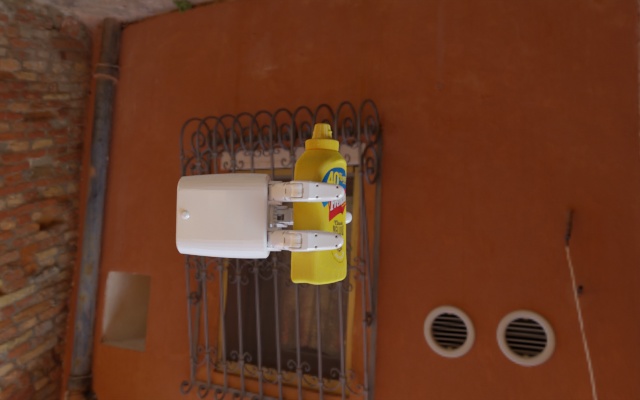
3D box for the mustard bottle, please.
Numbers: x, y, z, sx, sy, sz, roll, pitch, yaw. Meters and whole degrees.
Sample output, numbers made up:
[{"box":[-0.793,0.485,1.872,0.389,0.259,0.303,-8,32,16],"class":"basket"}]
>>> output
[{"box":[0.000,0.002,0.586,0.058,0.191,0.096,0,-2,26],"class":"mustard bottle"}]
